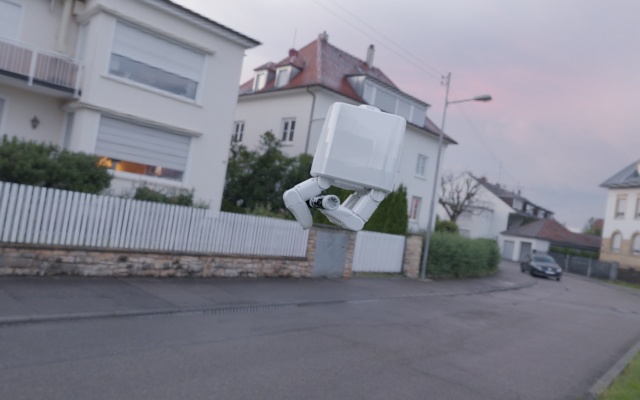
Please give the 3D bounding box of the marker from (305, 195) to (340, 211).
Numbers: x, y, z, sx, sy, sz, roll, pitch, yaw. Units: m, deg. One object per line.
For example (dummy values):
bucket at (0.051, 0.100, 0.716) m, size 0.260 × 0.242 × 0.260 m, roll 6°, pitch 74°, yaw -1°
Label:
marker at (0.000, 0.002, 0.633) m, size 0.020 × 0.020 × 0.121 m, roll 0°, pitch 1°, yaw -14°
